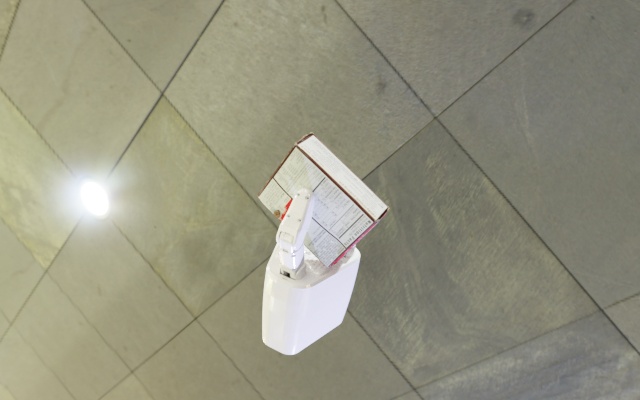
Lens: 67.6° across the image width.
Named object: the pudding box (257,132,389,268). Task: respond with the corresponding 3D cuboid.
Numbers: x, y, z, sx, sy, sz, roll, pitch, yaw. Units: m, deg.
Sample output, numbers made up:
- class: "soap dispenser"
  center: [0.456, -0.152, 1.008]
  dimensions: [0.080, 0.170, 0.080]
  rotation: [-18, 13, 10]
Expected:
- class: "pudding box"
  center: [0.000, 0.002, 0.492]
  dimensions: [0.090, 0.113, 0.039]
  rotation: [-48, -3, 37]
